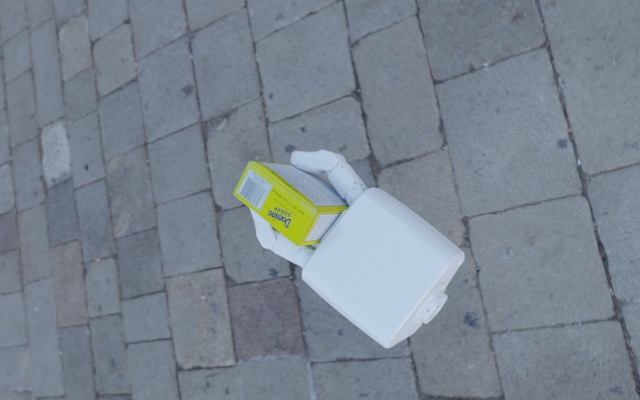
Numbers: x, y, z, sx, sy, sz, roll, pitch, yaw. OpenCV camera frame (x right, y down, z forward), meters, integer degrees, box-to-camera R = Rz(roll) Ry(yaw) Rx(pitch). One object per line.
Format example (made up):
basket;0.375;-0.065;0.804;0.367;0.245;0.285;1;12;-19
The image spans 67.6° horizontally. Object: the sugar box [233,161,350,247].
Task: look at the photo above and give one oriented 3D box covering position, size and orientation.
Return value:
sugar box;0.000;0.002;0.513;0.093;0.048;0.176;37;16;26
